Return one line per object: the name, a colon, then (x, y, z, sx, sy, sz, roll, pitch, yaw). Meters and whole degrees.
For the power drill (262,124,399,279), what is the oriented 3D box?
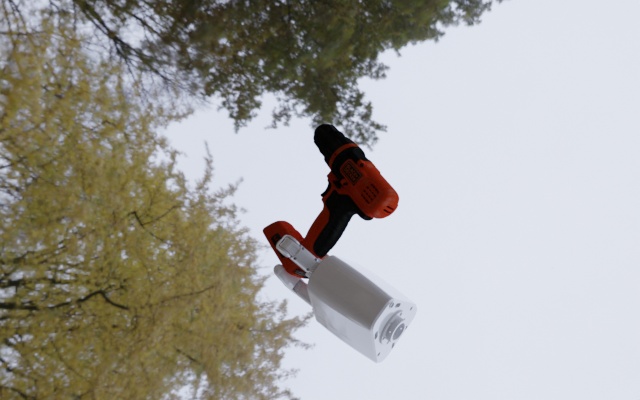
power drill: (0.000, 0.003, 0.672, 0.057, 0.188, 0.184, 21, 25, -46)
